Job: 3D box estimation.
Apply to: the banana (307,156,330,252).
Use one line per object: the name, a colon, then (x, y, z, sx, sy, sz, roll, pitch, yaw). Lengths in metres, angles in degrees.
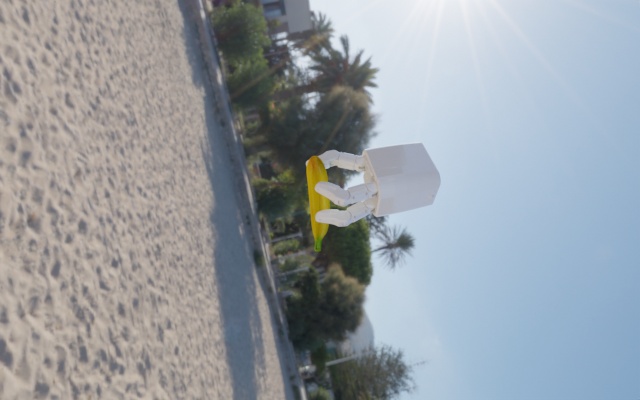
banana: (-0.002, -0.005, 0.841, 0.037, 0.198, 0.069, -7, 36, -3)
